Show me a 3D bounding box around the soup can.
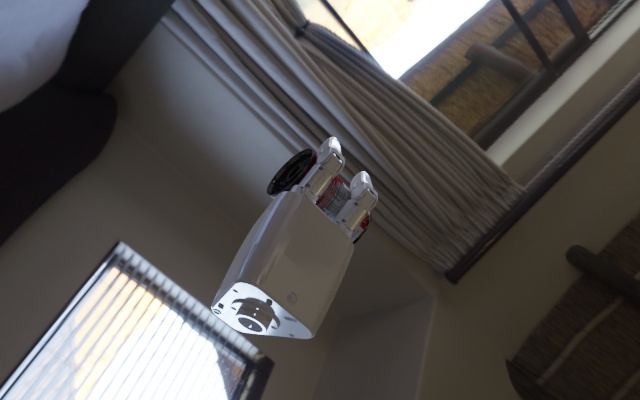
[{"bbox_3d":[0.000,0.002,0.531,0.102,0.068,0.068,44,-20,-22],"label":"soup can"}]
